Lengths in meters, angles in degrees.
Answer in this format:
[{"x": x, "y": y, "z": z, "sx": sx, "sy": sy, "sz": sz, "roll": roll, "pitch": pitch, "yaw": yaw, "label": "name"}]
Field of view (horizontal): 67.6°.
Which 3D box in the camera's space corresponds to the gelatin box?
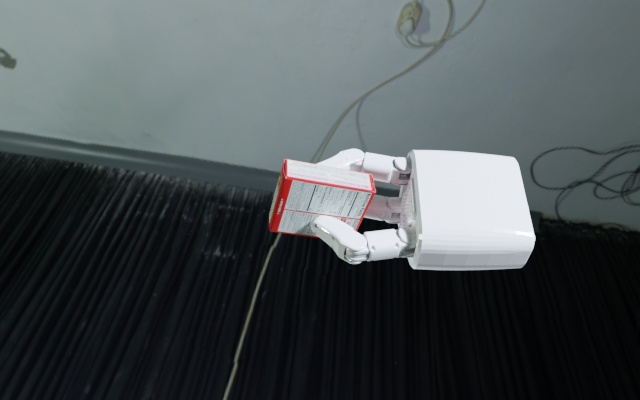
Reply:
[{"x": 0.000, "y": 0.002, "z": 0.463, "sx": 0.089, "sy": 0.073, "sz": 0.030, "roll": 8, "pitch": 43, "yaw": -13, "label": "gelatin box"}]
